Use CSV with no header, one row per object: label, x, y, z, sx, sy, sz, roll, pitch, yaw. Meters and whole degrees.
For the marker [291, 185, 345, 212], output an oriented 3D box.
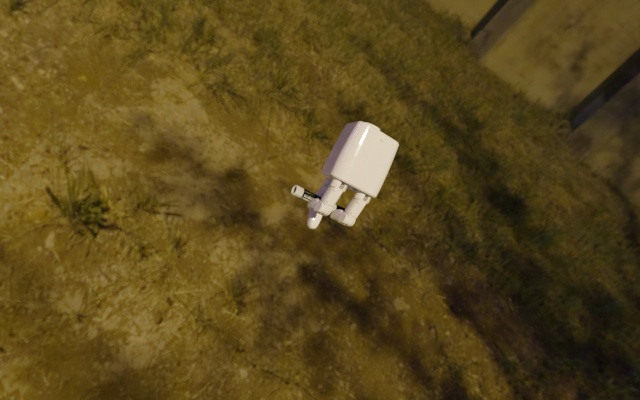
marker,0.000,0.003,0.875,0.121,0.020,0.020,25,-14,-31
